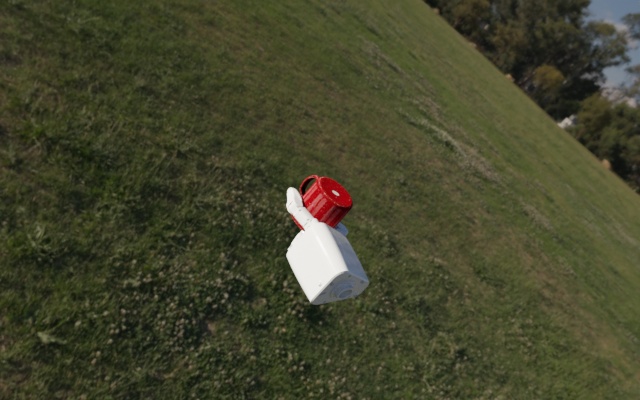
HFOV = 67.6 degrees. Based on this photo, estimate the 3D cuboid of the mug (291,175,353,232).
[{"bbox_3d":[0.000,0.002,0.885,0.093,0.117,0.081,11,-51,-45],"label":"mug"}]
